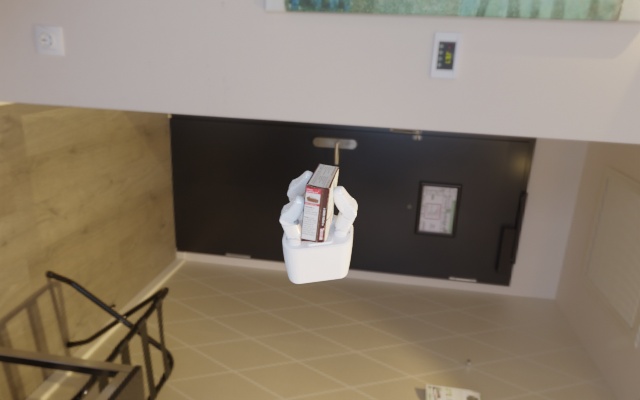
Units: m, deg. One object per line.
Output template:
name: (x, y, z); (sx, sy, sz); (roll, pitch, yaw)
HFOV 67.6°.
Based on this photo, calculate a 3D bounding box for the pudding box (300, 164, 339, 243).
pudding box: (0.000, 0.002, 0.726); (0.039, 0.090, 0.113); (7, 20, 5)
